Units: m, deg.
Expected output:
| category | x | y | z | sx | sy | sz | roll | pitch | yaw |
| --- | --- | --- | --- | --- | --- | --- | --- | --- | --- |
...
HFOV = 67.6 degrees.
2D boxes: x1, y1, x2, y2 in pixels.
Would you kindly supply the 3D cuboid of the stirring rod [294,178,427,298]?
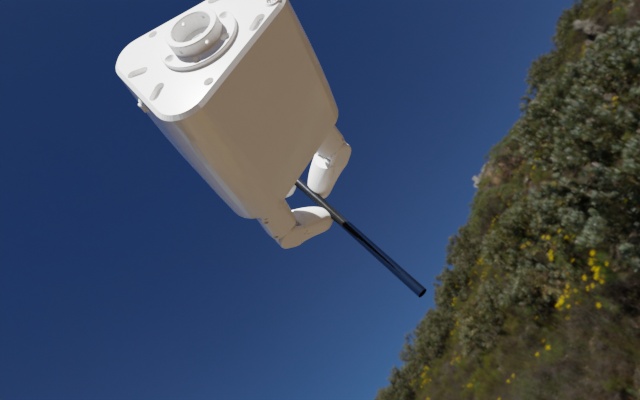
| category | x | y | z | sx | sy | sz | roll | pitch | yaw |
| --- | --- | --- | --- | --- | --- | --- | --- | --- | --- |
| stirring rod | 0.000 | 0.001 | 0.414 | 0.011 | 0.011 | 0.239 | 0 | 33 | -48 |
